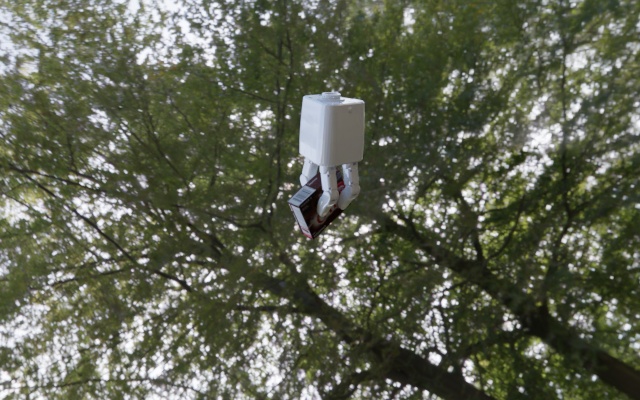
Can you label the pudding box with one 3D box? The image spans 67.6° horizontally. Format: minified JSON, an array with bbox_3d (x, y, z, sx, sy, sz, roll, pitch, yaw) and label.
[{"bbox_3d":[0.000,0.003,0.888,0.113,0.090,0.039,-41,42,-22],"label":"pudding box"}]
